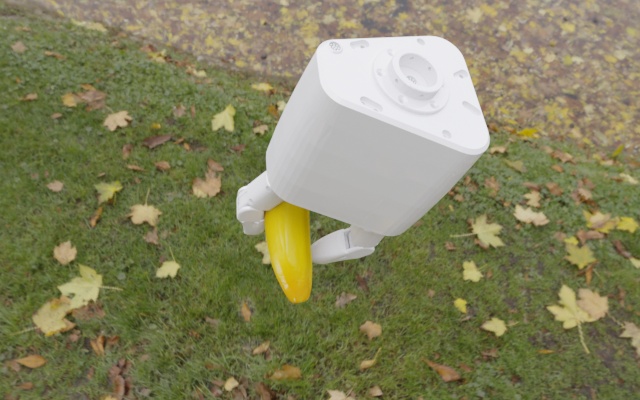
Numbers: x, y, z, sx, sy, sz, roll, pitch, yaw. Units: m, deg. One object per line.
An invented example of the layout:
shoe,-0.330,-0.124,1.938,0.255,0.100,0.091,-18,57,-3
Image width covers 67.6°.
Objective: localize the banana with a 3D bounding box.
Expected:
banana,-0.014,-0.011,0.412,0.069,0.197,0.037,32,-41,-17
